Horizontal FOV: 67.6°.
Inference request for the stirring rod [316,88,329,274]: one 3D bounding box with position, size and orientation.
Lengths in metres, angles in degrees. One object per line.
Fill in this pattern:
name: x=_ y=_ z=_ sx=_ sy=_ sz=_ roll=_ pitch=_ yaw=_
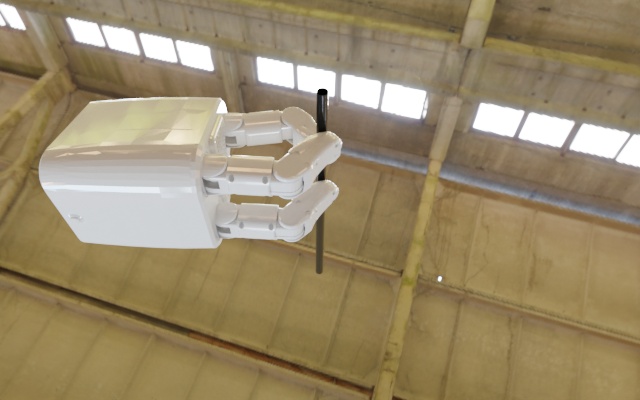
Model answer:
stirring rod: x=0.000 y=0.001 z=0.410 sx=0.011 sy=0.011 sz=0.240 roll=0 pitch=-37 yaw=-1
